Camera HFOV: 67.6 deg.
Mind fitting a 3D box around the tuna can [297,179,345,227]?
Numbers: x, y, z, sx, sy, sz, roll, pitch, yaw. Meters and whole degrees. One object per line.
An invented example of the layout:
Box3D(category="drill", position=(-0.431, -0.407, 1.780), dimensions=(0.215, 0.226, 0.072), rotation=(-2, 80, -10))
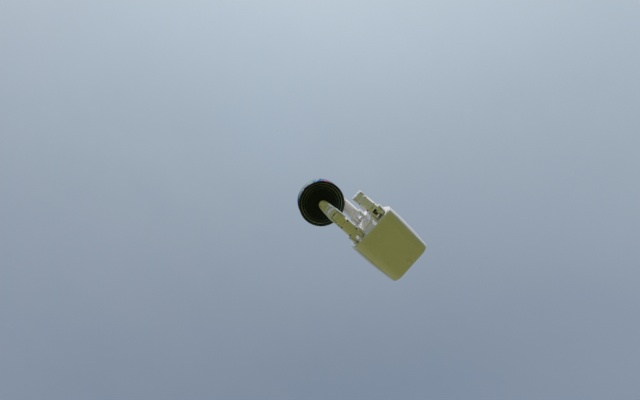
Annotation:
Box3D(category="tuna can", position=(0.000, 0.003, 0.890), dimensions=(0.086, 0.086, 0.033), rotation=(0, 12, -9))
